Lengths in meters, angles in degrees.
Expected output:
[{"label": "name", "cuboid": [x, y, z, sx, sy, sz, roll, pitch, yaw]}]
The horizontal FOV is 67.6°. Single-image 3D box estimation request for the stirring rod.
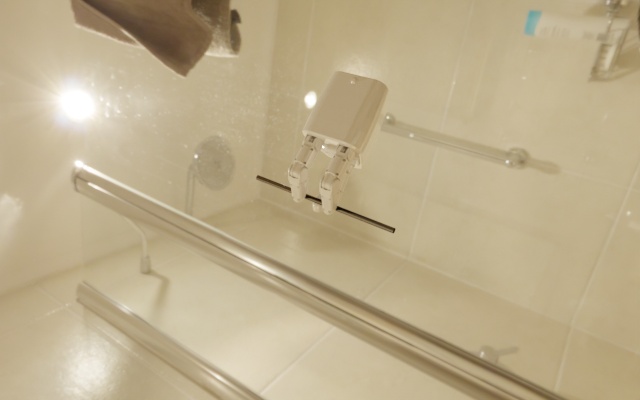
[{"label": "stirring rod", "cuboid": [0.000, 0.002, 0.701, 0.239, 0.011, 0.011, 21, 10, 27]}]
